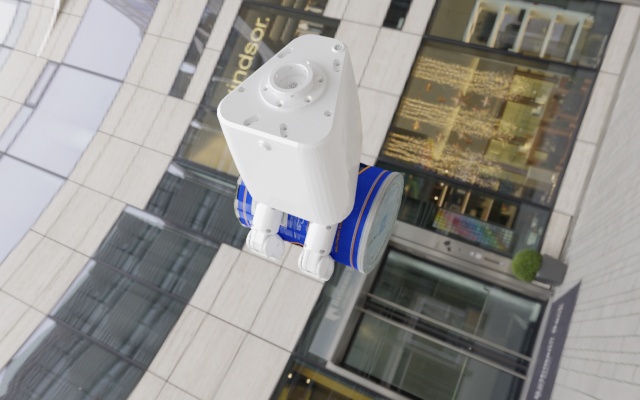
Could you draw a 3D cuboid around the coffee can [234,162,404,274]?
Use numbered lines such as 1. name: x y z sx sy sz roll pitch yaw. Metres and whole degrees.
1. coffee can: 0.000 0.002 0.483 0.140 0.103 0.103 19 6 19
